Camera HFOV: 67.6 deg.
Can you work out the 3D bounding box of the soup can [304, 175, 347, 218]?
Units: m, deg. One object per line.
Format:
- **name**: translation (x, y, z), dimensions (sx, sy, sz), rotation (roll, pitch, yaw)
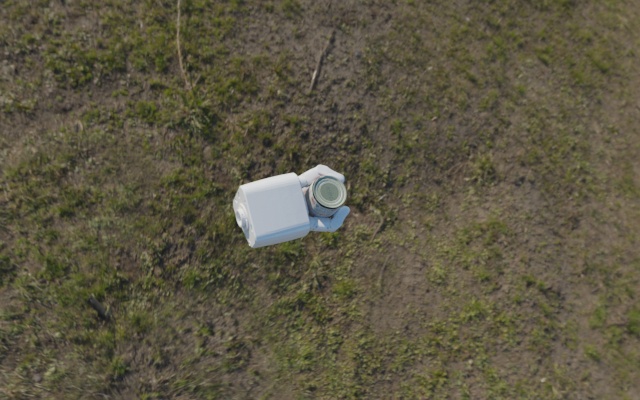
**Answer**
- **soup can**: translation (0.001, 0.003, 0.897), dimensions (0.068, 0.068, 0.102), rotation (0, -23, -21)
